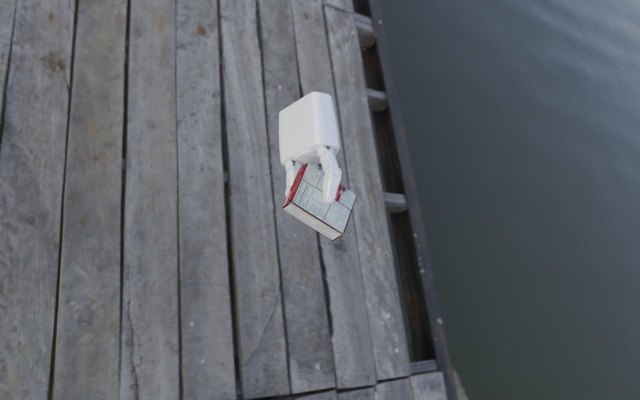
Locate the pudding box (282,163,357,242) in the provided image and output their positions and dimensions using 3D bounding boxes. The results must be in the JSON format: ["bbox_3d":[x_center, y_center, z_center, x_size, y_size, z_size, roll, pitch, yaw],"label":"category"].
[{"bbox_3d":[0.000,0.003,0.818,0.113,0.090,0.039,32,-34,-16],"label":"pudding box"}]
